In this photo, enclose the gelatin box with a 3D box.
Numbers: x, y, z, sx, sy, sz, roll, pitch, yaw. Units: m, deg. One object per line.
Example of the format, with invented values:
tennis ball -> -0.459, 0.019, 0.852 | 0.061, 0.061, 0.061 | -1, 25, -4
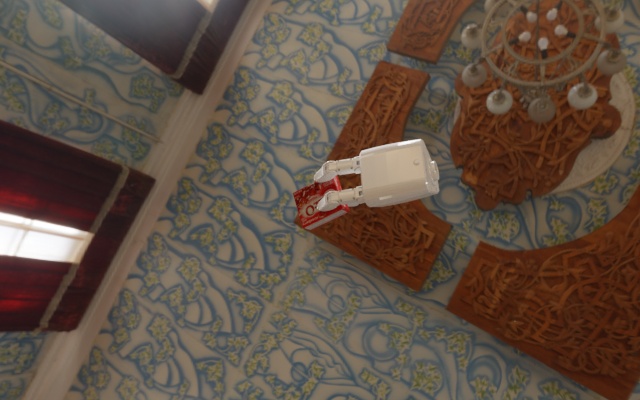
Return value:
gelatin box -> 0.000, 0.003, 0.865 | 0.089, 0.073, 0.030 | -26, -23, 22
